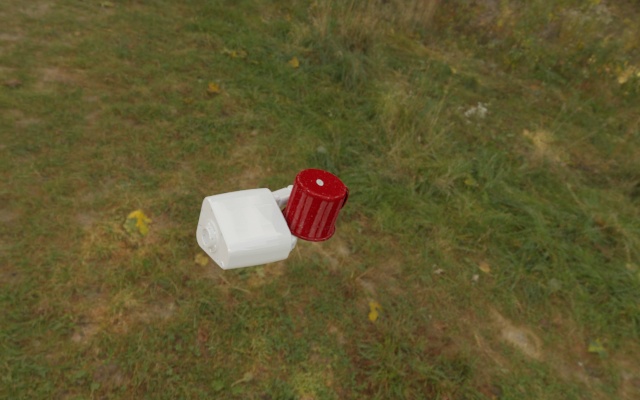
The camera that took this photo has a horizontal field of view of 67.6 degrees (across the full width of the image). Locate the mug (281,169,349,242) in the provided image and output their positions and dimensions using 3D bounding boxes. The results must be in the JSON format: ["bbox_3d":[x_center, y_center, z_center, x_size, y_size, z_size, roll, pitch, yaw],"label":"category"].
[{"bbox_3d":[0.001,0.002,0.755,0.117,0.081,0.093,-11,44,-38],"label":"mug"}]
